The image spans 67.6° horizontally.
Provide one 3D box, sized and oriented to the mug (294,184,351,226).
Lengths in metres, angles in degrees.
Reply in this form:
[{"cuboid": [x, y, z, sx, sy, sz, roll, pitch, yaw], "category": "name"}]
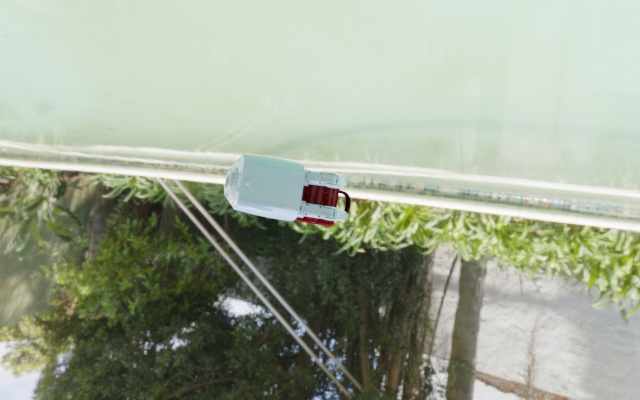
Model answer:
[{"cuboid": [0.001, 0.003, 0.862, 0.117, 0.081, 0.093, 11, -4, -24], "category": "mug"}]
